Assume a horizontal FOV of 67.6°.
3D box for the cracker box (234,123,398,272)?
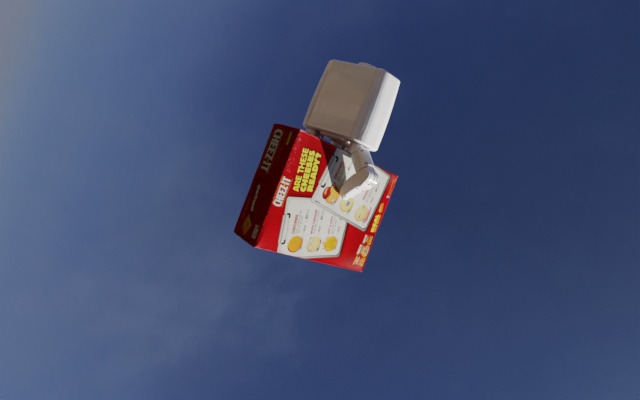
[{"bbox_3d":[0.000,0.002,0.696,0.214,0.164,0.072,19,2,-42],"label":"cracker box"}]
